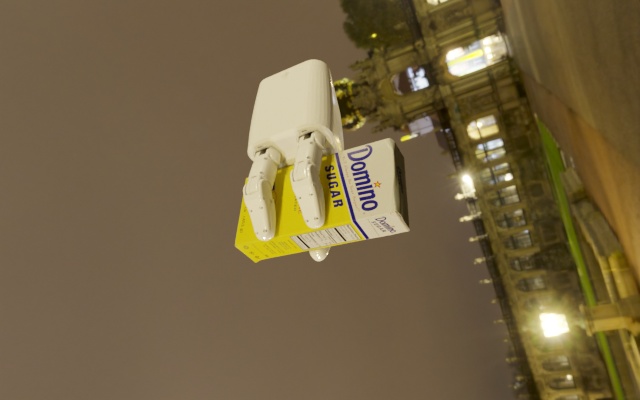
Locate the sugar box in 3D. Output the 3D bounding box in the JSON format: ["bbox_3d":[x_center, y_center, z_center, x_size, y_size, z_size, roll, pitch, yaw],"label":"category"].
[{"bbox_3d":[0.000,0.001,0.496,0.176,0.093,0.048,-16,-38,24],"label":"sugar box"}]
